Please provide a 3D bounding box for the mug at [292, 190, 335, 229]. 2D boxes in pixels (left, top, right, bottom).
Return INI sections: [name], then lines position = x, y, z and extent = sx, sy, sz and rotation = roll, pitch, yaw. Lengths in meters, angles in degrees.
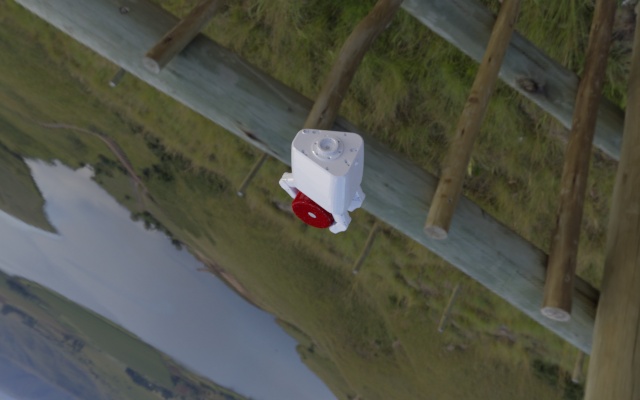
[mug]
position = 0.000, 0.004, 0.877
extent = 0.093, 0.081, 0.117
rotation = 21, -29, 14
